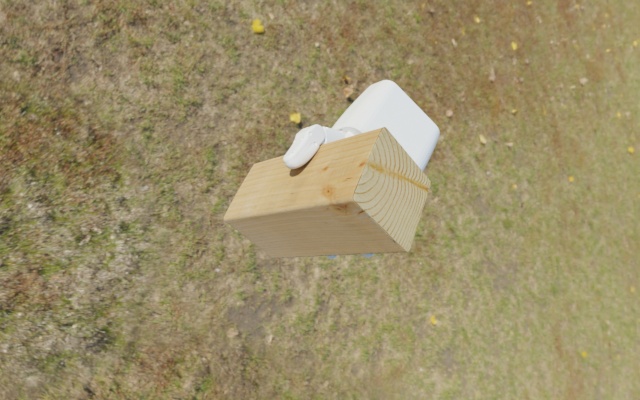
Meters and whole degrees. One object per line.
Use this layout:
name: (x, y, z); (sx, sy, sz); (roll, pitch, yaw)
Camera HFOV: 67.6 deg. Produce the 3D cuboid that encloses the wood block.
wood block: (0.000, 0.001, 0.522); (0.206, 0.090, 0.091); (-10, -44, 46)
